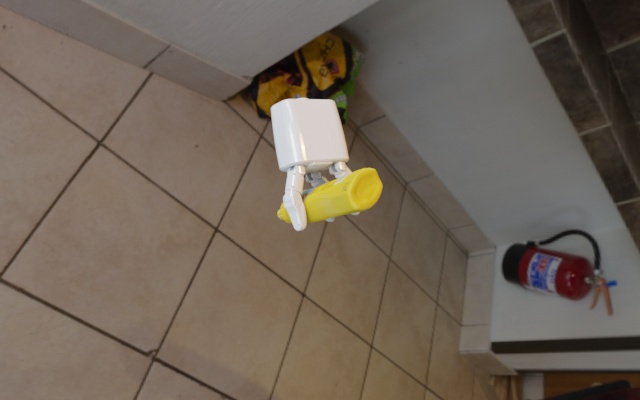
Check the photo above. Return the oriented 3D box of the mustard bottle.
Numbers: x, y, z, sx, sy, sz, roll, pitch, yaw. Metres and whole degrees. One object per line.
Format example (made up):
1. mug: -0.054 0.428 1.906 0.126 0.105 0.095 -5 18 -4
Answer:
1. mustard bottle: 0.000 0.003 0.773 0.191 0.058 0.096 -17 16 40
